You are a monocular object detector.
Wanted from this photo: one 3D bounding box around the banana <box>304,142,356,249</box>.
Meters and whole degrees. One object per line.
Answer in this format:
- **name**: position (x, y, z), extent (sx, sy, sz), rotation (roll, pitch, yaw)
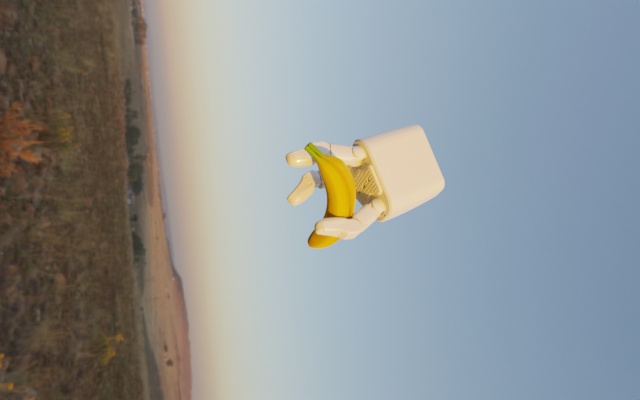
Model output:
- **banana**: position (0.014, 0.008, 0.644), extent (0.069, 0.198, 0.037), rotation (32, 52, 27)
